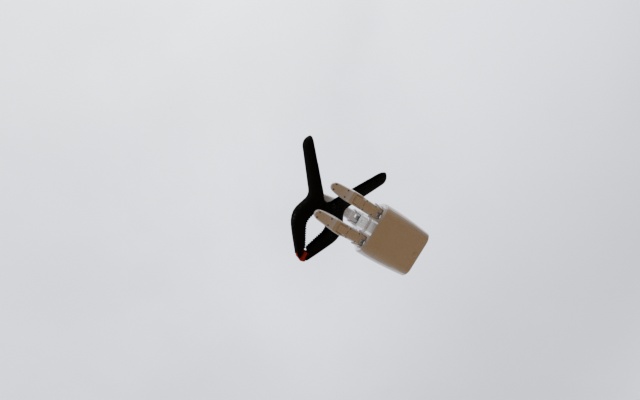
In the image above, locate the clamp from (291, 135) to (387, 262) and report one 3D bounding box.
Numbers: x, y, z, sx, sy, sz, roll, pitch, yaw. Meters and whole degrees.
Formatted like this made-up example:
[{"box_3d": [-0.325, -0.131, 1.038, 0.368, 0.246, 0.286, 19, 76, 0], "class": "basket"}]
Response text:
[{"box_3d": [0.000, 0.003, 0.829, 0.164, 0.210, 0.036, 31, 0, -17], "class": "clamp"}]
